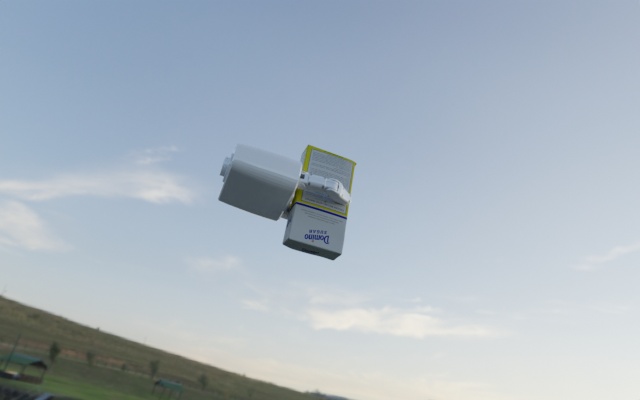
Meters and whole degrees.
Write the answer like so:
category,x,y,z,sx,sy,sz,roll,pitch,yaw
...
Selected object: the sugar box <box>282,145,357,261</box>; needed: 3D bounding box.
category,x,y,z,sx,sy,sz,roll,pitch,yaw
sugar box,0.000,0.003,0.791,0.093,0.176,0.048,18,-26,-13
